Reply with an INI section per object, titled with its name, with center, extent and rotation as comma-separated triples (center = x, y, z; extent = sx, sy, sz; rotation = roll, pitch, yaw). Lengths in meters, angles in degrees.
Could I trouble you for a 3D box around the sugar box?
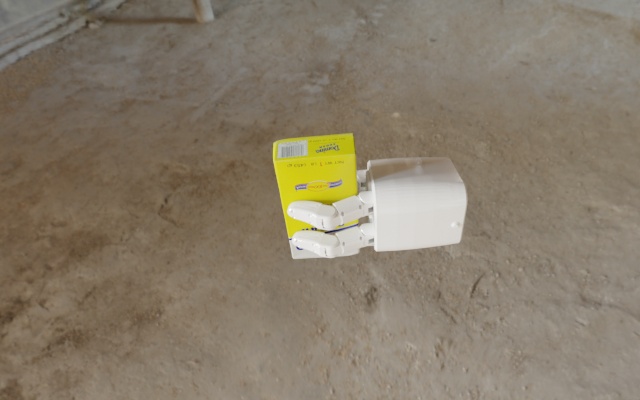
[sugar box]
center = 0.000, 0.002, 0.589
extent = 0.093, 0.176, 0.048
rotation = -4, 43, 3
